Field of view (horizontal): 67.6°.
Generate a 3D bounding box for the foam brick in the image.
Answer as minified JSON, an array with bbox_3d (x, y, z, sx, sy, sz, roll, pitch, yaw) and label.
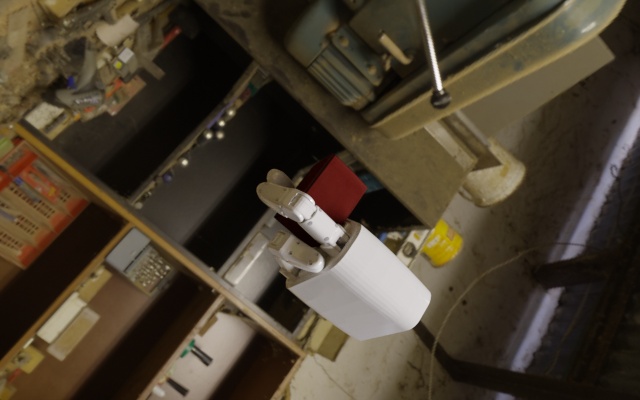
[{"bbox_3d":[0.000,0.001,0.489,0.051,0.078,0.053,41,-22,-12],"label":"foam brick"}]
